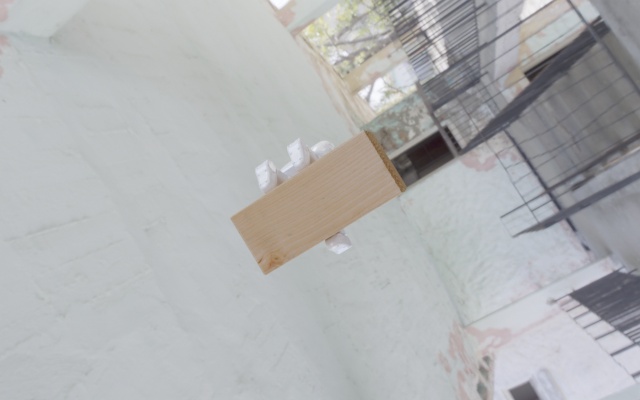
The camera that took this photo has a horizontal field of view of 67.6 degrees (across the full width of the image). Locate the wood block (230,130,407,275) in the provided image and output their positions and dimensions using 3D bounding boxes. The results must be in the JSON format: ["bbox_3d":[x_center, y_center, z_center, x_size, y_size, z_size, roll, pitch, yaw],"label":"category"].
[{"bbox_3d":[0.000,0.002,0.631,0.206,0.091,0.090,-32,-2,15],"label":"wood block"}]
